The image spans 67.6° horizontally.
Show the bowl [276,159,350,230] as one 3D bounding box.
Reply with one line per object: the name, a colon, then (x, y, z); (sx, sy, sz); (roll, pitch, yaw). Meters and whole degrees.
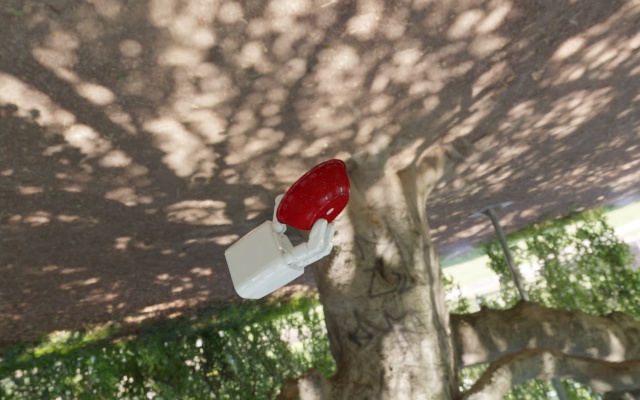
bowl: (0.001, 0.002, 0.856); (0.055, 0.162, 0.162); (47, 21, 21)
